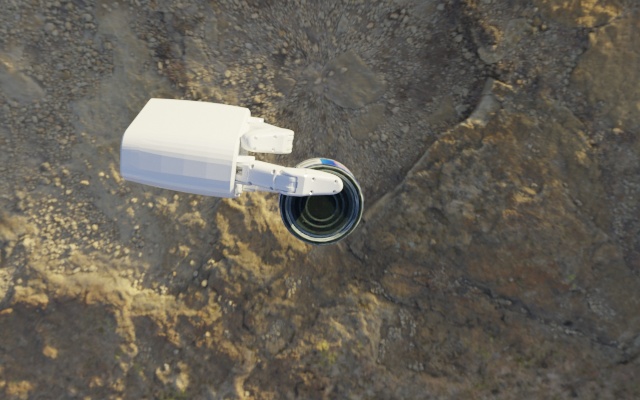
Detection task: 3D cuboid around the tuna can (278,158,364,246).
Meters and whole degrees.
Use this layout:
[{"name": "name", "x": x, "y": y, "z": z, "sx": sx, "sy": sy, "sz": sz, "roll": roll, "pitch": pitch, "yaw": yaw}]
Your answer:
[{"name": "tuna can", "x": 0.000, "y": 0.002, "z": 0.485, "sx": 0.086, "sy": 0.086, "sz": 0.033, "roll": 0, "pitch": 15, "yaw": -6}]
